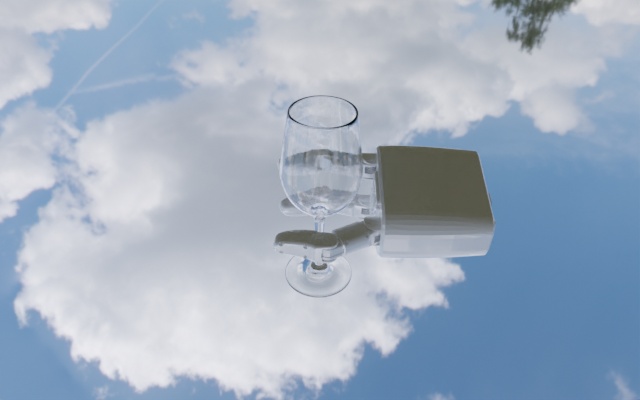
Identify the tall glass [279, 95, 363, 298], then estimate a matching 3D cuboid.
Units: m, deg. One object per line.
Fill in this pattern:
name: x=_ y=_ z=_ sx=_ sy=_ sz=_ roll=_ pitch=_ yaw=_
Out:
tall glass: x=0.000 y=0.002 z=0.471 sx=0.079 sy=0.201 sz=0.079 roll=1 pitch=38 yaw=-1
